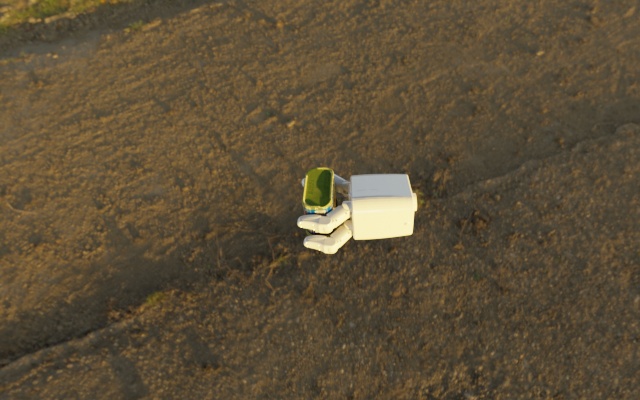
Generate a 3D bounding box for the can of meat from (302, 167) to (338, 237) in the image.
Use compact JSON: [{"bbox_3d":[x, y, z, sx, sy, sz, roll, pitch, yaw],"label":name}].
[{"bbox_3d":[0.000,0.003,0.859,0.057,0.102,0.084,-1,-41,6],"label":"can of meat"}]
